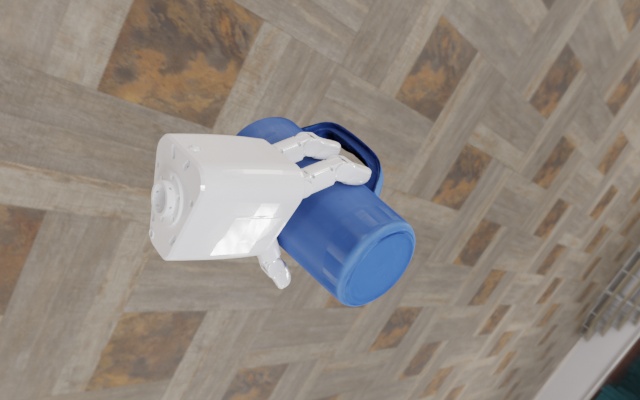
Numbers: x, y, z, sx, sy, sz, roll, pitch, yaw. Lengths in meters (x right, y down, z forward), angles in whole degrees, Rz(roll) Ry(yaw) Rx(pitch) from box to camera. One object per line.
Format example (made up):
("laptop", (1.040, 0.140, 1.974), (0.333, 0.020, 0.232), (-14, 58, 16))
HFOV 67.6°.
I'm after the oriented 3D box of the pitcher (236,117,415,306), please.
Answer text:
("pitcher", (0.000, 0.002, 0.564), (0.145, 0.149, 0.242), (2, 29, -44))
